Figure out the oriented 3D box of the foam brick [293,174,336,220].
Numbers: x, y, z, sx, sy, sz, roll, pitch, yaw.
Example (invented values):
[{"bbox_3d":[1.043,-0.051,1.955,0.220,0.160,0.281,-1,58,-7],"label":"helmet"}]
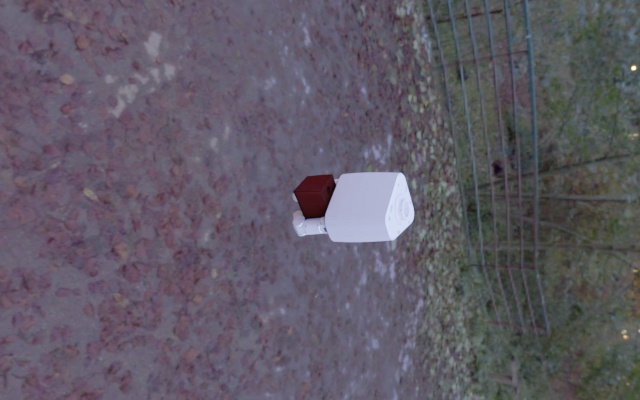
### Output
[{"bbox_3d":[0.000,0.002,0.789,0.051,0.078,0.053,-3,33,31],"label":"foam brick"}]
